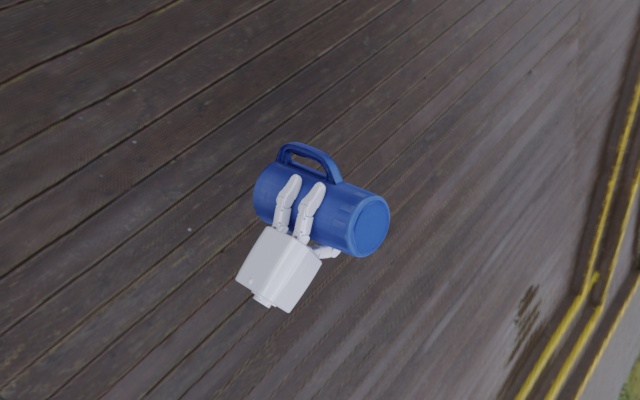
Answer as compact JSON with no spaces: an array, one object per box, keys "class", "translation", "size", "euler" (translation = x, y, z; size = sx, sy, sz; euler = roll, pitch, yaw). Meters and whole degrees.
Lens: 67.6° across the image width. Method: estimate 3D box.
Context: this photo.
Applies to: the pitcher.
[{"class":"pitcher","translation":[0.000,0.003,0.852],"size":[0.242,0.145,0.149],"euler":[21,-18,42]}]
